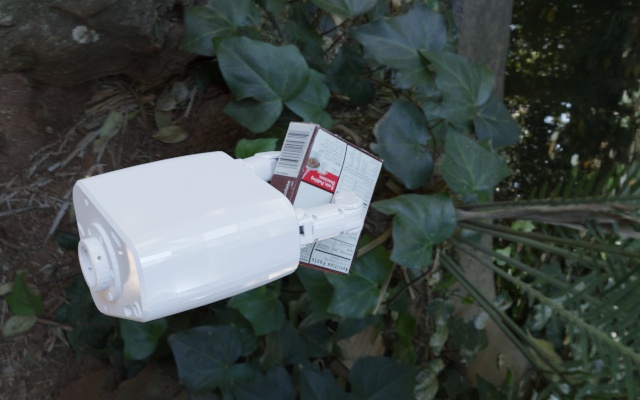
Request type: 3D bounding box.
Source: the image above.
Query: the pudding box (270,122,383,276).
[{"bbox_3d":[0.000,0.001,0.409,0.090,0.113,0.039,22,-5,-43],"label":"pudding box"}]
